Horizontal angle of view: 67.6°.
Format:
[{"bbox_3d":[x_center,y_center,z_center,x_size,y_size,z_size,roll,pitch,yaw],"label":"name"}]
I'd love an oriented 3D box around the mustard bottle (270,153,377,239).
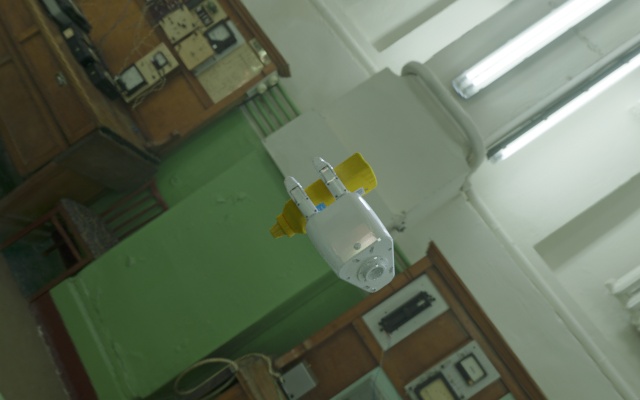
[{"bbox_3d":[0.000,0.002,0.785,0.191,0.058,0.096,-35,-20,-1],"label":"mustard bottle"}]
